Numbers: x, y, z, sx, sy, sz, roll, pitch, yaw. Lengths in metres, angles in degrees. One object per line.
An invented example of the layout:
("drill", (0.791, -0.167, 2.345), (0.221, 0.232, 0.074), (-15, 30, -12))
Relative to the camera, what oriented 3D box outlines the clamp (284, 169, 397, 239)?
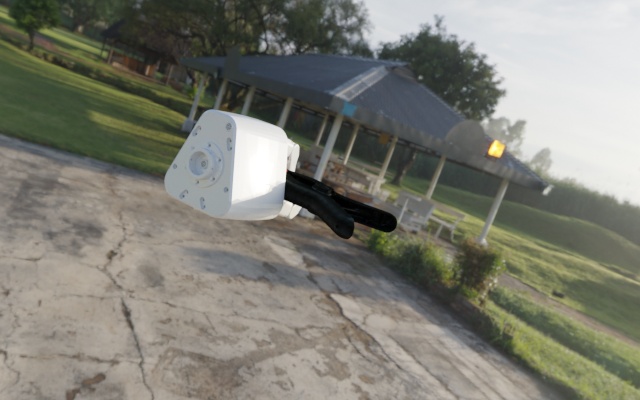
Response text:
("clamp", (0.000, 0.001, 0.577), (0.171, 0.039, 0.120), (23, 8, 23))
